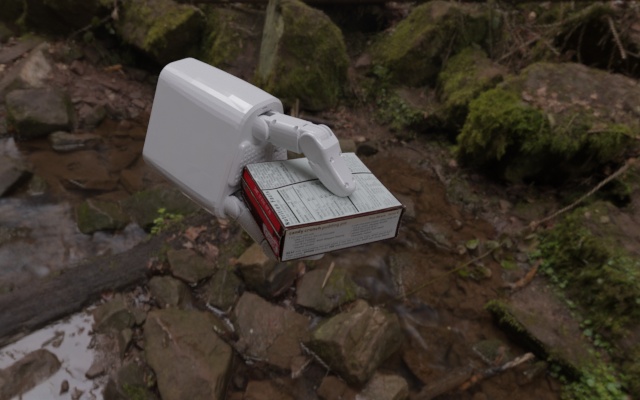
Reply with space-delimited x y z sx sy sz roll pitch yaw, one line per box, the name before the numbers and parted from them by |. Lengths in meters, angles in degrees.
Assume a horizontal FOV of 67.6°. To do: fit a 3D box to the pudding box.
pudding box | 0.000 0.001 0.401 0.113 0.039 0.090 -10 41 -25
